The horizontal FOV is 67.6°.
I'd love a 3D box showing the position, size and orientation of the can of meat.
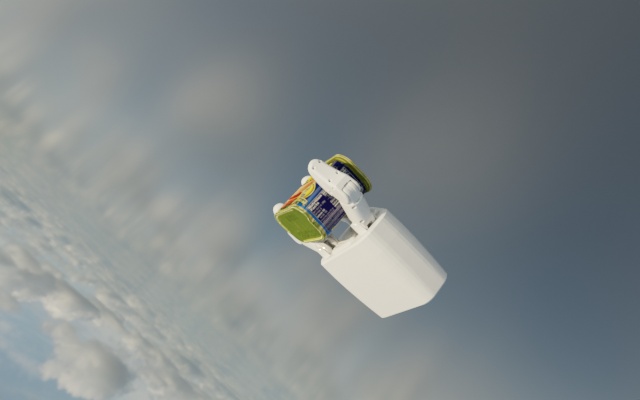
[{"bbox_3d":[0.000,0.002,0.560,0.084,0.057,0.102,-48,9,-20],"label":"can of meat"}]
